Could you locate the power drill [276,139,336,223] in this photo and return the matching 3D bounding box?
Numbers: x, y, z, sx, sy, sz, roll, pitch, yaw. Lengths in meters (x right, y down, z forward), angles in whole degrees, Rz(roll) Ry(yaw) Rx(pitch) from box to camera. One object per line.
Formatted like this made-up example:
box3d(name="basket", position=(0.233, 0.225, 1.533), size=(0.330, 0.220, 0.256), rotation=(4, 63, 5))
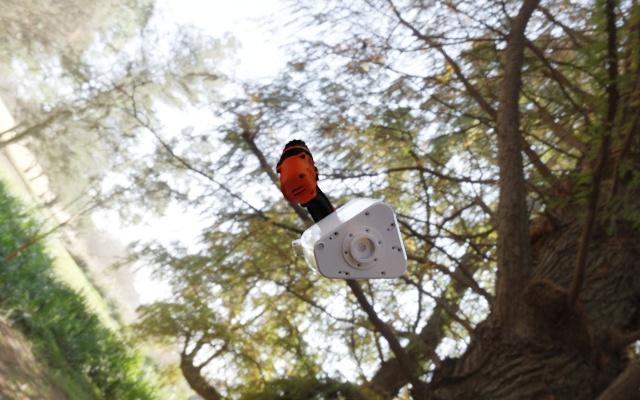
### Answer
box3d(name="power drill", position=(0.000, 0.003, 0.722), size=(0.057, 0.188, 0.184), rotation=(-31, 22, 12))
